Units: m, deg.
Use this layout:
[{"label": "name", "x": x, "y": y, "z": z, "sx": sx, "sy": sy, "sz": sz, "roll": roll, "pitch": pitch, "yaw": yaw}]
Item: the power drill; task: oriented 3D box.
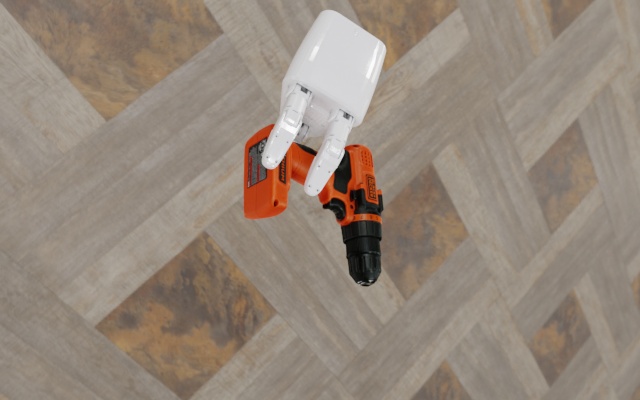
[{"label": "power drill", "x": 0.000, "y": 0.001, "z": 0.559, "sx": 0.188, "sy": 0.184, "sz": 0.057, "roll": 17, "pitch": -31, "yaw": -42}]
